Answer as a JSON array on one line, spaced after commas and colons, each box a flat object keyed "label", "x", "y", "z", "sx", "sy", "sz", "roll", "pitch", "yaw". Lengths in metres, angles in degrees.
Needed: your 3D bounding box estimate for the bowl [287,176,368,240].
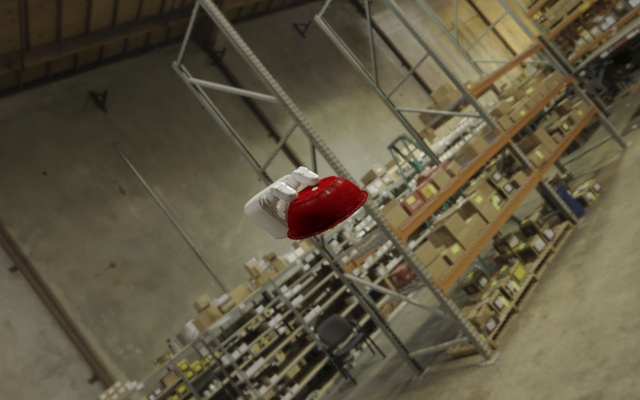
[{"label": "bowl", "x": 0.001, "y": 0.002, "z": 0.838, "sx": 0.162, "sy": 0.055, "sz": 0.162, "roll": -27, "pitch": 15, "yaw": 8}]
